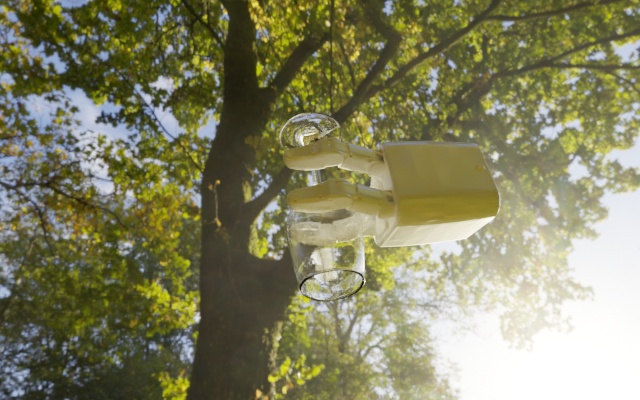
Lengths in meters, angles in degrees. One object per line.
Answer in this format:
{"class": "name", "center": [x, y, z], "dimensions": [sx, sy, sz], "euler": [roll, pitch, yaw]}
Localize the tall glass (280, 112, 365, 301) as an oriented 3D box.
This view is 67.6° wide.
{"class": "tall glass", "center": [0.000, 0.001, 0.504], "dimensions": [0.079, 0.200, 0.079], "euler": [-5, -37, -4]}
